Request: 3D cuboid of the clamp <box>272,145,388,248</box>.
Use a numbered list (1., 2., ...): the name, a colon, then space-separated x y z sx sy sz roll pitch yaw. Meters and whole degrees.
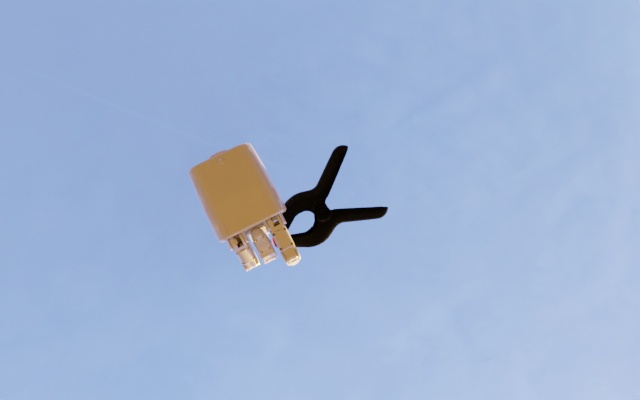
1. clamp: 0.000 0.002 0.679 0.171 0.120 0.039 -27 1 -11
